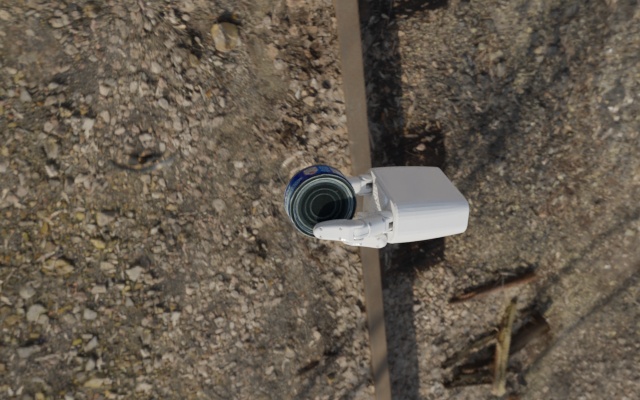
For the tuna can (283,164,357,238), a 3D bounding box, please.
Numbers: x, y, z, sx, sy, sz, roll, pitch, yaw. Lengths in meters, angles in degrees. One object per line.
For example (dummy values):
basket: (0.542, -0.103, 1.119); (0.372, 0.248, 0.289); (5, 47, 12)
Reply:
tuna can: (0.000, 0.002, 0.578); (0.086, 0.086, 0.033); (0, 22, -15)
